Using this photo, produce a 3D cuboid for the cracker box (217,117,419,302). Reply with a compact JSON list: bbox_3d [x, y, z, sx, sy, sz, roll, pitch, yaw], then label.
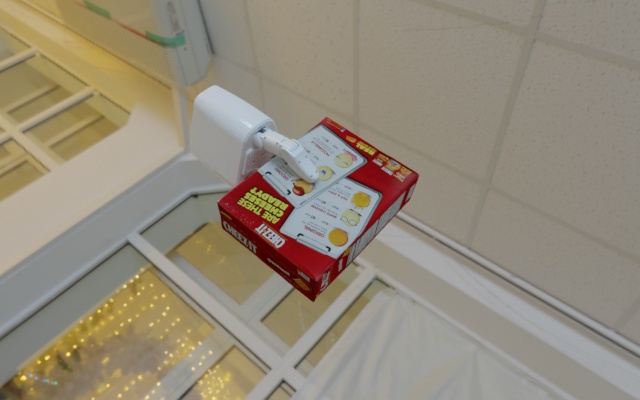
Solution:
[{"bbox_3d":[0.000,0.002,0.632,0.164,0.072,0.213,35,59,21],"label":"cracker box"}]
